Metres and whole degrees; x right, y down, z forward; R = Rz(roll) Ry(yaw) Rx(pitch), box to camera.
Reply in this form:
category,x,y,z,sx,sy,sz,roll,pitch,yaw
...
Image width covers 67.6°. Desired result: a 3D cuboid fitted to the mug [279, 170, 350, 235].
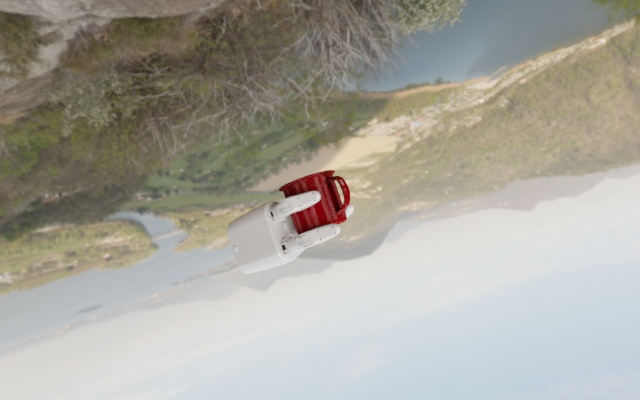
category,x,y,z,sx,sy,sz,roll,pitch,yaw
mug,0.001,0.002,0.735,0.117,0.081,0.093,-23,-7,39
